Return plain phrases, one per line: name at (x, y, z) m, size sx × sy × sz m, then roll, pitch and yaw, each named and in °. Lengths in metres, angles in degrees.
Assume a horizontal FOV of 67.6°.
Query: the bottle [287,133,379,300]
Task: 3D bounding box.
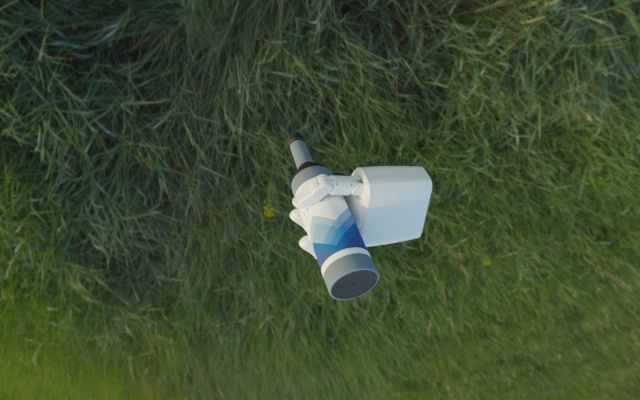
bottle at (0.000, 0.002, 0.693) m, size 0.069 × 0.295 × 0.069 m, roll -13°, pitch -41°, yaw -11°
